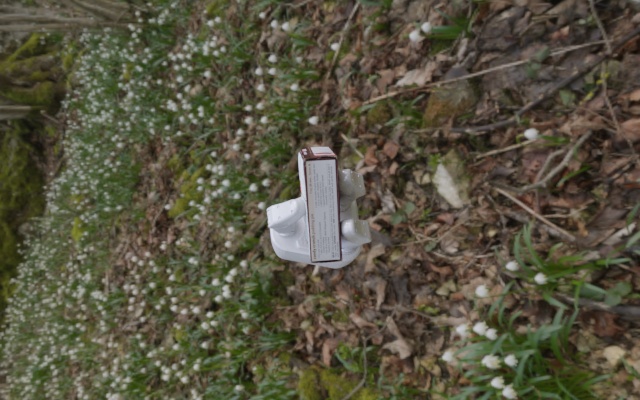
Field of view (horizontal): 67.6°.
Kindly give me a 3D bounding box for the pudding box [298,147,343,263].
[{"bbox_3d":[0.000,0.002,0.522,0.039,0.113,0.090,-6,13,-4],"label":"pudding box"}]
